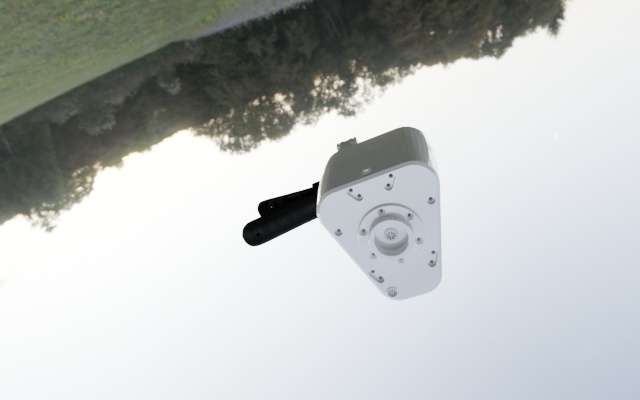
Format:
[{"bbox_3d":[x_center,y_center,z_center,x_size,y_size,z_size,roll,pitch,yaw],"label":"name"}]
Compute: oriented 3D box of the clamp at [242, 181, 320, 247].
[{"bbox_3d":[0.000,0.002,0.485,0.171,0.039,0.120,-20,17,13],"label":"clamp"}]
